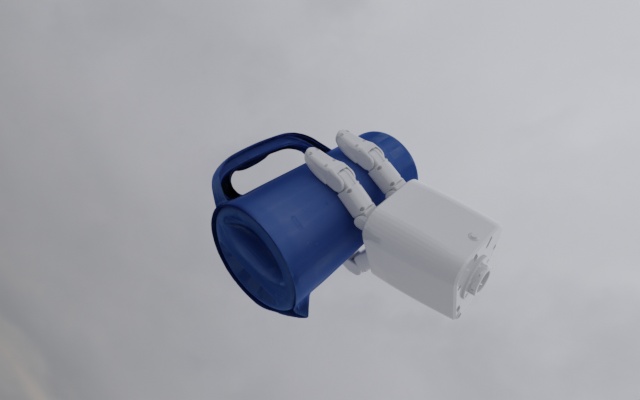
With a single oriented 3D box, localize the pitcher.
[{"bbox_3d":[0.000,0.002,0.556,0.145,0.149,0.242,29,47,32],"label":"pitcher"}]
